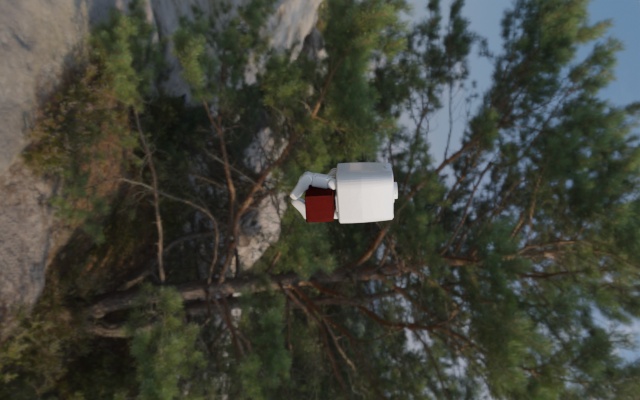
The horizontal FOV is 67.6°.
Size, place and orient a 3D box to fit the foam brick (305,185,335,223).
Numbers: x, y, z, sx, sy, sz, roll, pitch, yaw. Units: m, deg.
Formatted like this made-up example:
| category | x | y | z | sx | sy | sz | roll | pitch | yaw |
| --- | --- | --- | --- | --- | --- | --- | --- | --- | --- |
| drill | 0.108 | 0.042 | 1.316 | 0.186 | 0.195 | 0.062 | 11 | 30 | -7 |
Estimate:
| category | x | y | z | sx | sy | sz | roll | pitch | yaw |
| --- | --- | --- | --- | --- | --- | --- | --- | --- | --- |
| foam brick | 0.000 | 0.003 | 0.899 | 0.051 | 0.053 | 0.078 | -1 | 20 | 5 |
